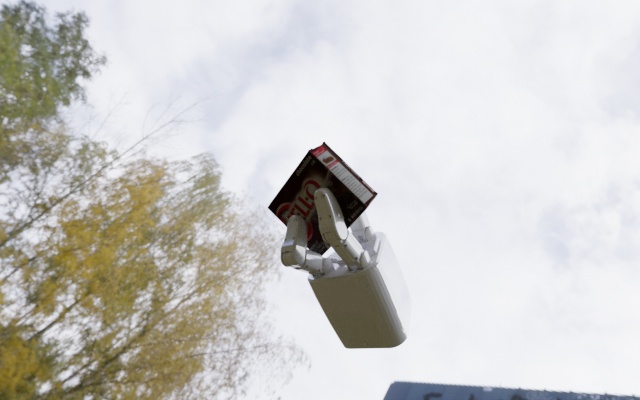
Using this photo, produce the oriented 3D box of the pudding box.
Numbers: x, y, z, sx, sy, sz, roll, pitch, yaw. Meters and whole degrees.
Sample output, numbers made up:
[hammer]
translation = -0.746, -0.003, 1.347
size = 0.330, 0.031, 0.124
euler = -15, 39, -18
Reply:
[pudding box]
translation = 0.000, 0.002, 0.556
size = 0.113, 0.090, 0.039
euler = -50, -7, 39
